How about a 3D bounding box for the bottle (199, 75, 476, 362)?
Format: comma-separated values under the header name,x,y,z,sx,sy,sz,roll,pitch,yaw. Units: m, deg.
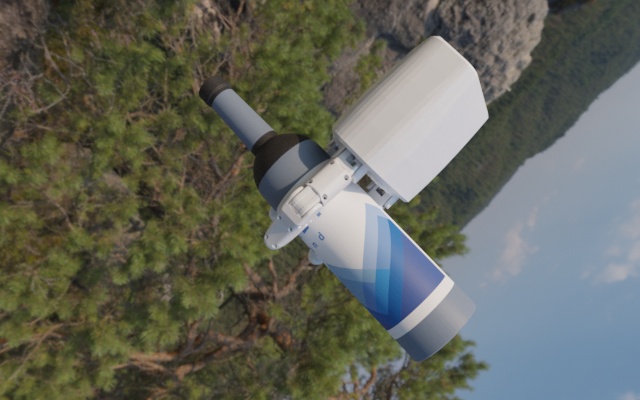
name,x,y,z,sx,sy,sz,roll,pitch,yaw
bottle,0.000,0.002,0.408,0.069,0.295,0.069,-42,-10,-9
